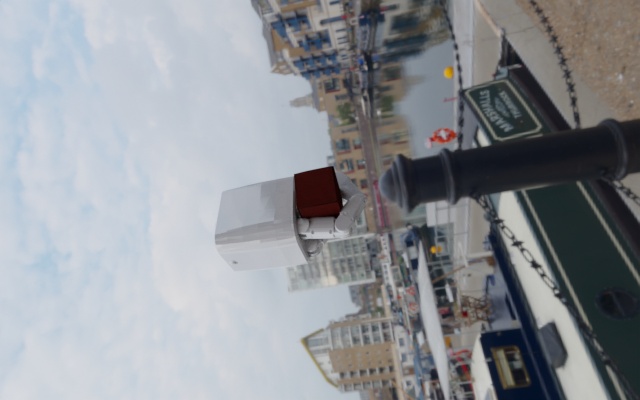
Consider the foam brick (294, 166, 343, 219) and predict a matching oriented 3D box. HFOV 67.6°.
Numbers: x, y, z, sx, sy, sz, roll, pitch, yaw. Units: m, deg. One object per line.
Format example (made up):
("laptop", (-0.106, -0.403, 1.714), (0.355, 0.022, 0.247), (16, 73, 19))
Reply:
("foam brick", (0.000, 0.002, 0.605), (0.051, 0.053, 0.078), (-9, -31, 6))
